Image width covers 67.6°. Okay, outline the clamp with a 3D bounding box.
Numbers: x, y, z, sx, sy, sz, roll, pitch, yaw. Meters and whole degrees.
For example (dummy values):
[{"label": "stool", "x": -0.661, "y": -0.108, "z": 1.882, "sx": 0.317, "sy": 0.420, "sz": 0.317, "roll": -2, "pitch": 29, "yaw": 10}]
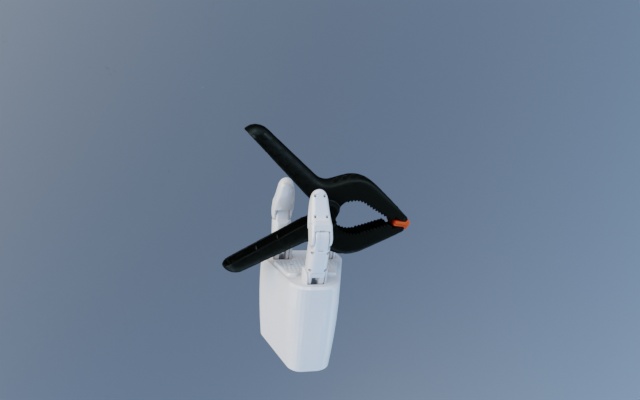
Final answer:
[{"label": "clamp", "x": 0.001, "y": 0.002, "z": 0.530, "sx": 0.210, "sy": 0.164, "sz": 0.036, "roll": 1, "pitch": 18, "yaw": -14}]
